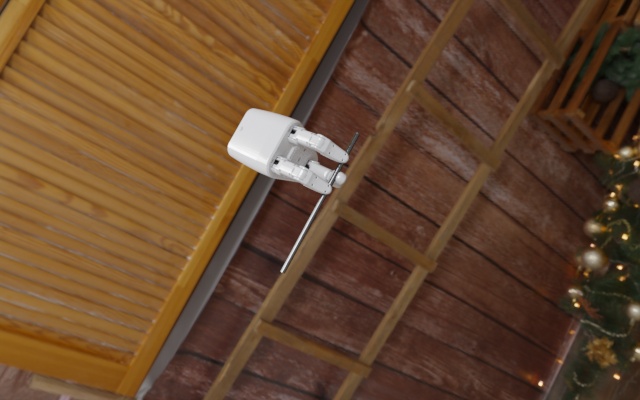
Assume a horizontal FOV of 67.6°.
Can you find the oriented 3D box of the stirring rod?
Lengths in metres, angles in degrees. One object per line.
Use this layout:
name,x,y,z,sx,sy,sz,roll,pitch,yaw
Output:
stirring rod,0.000,0.002,0.725,0.011,0.239,0.011,28,-5,3
